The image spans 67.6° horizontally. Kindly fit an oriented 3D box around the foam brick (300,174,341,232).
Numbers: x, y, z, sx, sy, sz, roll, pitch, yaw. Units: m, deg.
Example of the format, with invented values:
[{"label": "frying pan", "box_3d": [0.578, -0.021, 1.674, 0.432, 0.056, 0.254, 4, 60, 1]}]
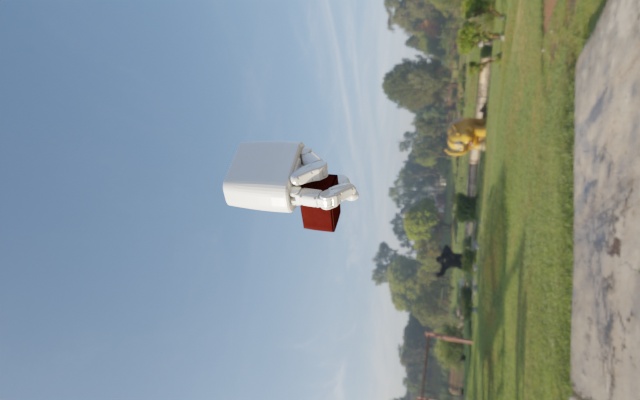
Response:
[{"label": "foam brick", "box_3d": [0.000, 0.003, 0.752, 0.051, 0.078, 0.053, 4, 36, 14]}]
